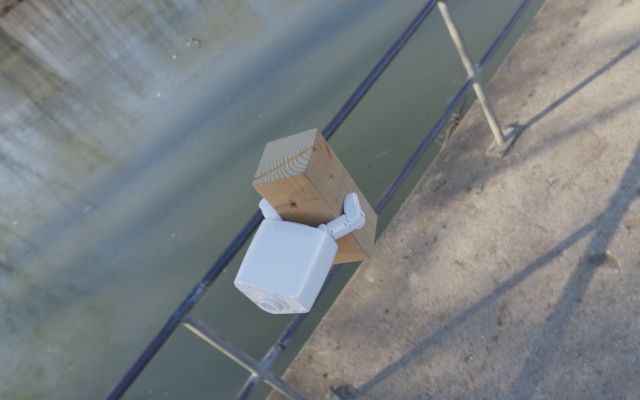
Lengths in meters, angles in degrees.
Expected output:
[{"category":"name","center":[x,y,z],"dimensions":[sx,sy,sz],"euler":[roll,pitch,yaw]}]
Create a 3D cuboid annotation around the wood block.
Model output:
[{"category":"wood block","center":[0.000,0.003,0.726],"dimensions":[0.091,0.090,0.206],"euler":[-12,-44,29]}]
